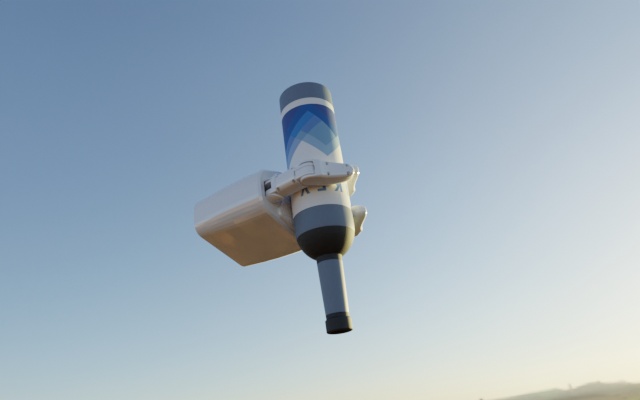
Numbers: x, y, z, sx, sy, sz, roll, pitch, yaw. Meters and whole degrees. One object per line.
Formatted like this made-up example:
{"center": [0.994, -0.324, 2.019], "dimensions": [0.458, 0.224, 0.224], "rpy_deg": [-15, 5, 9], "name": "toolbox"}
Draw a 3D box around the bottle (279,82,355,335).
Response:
{"center": [0.000, 0.002, 0.547], "dimensions": [0.069, 0.295, 0.069], "rpy_deg": [-7, -25, -3], "name": "bottle"}
